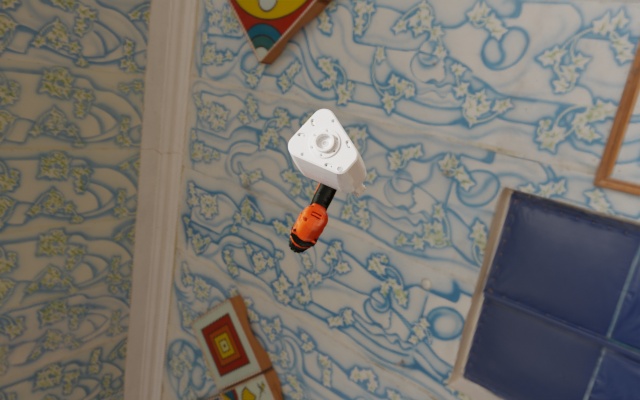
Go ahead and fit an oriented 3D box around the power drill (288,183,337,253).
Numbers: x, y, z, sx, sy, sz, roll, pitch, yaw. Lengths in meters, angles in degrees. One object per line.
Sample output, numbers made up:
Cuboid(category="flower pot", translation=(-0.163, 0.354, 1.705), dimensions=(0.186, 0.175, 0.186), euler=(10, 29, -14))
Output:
Cuboid(category="power drill", translation=(0.000, 0.002, 0.900), dimensions=(0.057, 0.187, 0.184), euler=(26, -25, -5))
